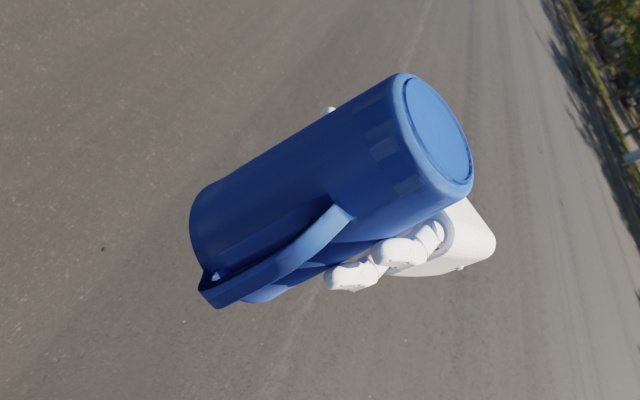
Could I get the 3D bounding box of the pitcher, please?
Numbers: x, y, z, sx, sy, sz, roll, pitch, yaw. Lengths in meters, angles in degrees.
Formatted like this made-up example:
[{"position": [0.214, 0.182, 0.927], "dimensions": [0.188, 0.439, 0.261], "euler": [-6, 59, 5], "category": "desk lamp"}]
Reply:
[{"position": [0.000, 0.001, 0.417], "dimensions": [0.243, 0.149, 0.145], "euler": [-29, -29, 36], "category": "pitcher"}]
